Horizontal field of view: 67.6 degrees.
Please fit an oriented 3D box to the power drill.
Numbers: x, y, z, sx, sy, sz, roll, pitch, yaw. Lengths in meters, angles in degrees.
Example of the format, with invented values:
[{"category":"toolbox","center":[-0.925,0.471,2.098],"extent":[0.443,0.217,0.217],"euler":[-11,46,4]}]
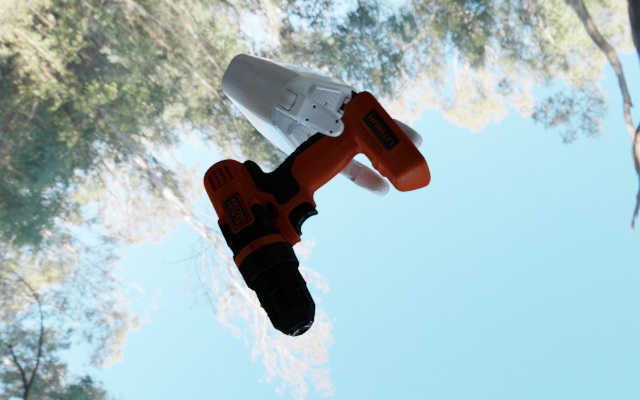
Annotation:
[{"category":"power drill","center":[0.000,0.001,0.427],"extent":[0.187,0.184,0.057],"euler":[-32,-26,0]}]
